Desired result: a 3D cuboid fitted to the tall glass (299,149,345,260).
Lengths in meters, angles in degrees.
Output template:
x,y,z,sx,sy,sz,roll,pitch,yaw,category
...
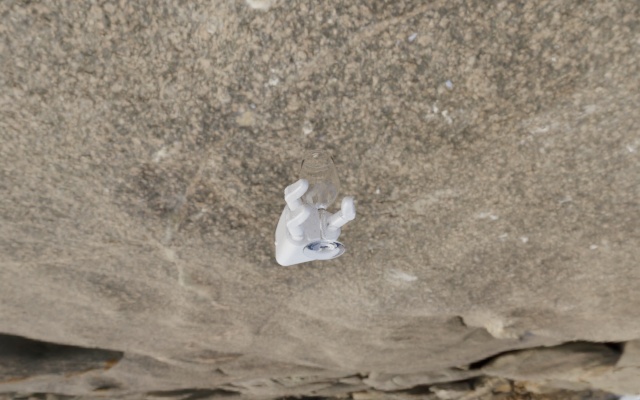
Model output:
x,y,z,sx,sy,sz,roll,pitch,yaw,category
0.000,0.003,0.881,0.079,0.201,0.079,-3,-32,-2,tall glass
